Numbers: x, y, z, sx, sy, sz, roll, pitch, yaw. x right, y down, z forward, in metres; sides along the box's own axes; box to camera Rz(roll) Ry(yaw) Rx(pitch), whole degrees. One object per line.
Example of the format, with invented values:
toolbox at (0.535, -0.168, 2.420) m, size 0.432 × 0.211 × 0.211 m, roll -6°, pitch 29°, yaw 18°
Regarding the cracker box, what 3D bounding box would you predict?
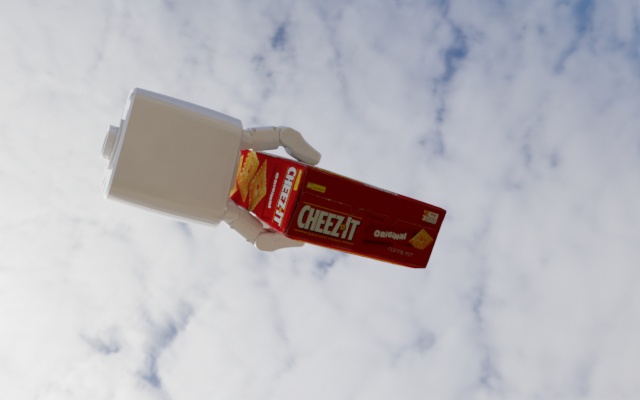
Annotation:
cracker box at (0.000, 0.002, 0.523) m, size 0.164 × 0.072 × 0.213 m, roll 15°, pitch 4°, yaw -28°
